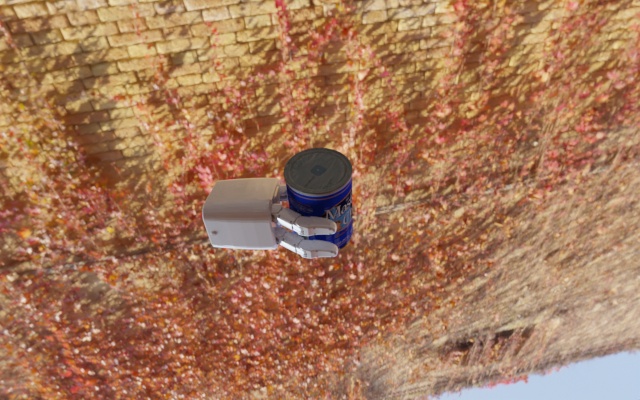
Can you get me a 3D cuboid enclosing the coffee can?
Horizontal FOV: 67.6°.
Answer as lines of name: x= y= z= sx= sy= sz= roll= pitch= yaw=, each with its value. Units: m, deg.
coffee can: x=0.000 y=0.002 z=0.755 sx=0.103 sy=0.102 sz=0.140 roll=0 pitch=-44 yaw=4
